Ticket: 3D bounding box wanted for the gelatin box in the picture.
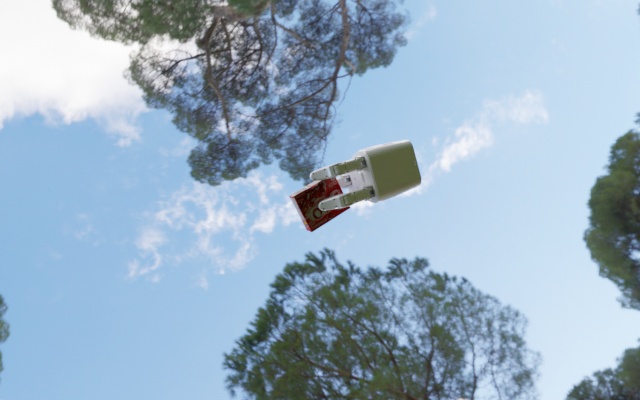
[{"bbox_3d":[0.000,0.003,0.853,0.089,0.073,0.030,-30,14,-18],"label":"gelatin box"}]
